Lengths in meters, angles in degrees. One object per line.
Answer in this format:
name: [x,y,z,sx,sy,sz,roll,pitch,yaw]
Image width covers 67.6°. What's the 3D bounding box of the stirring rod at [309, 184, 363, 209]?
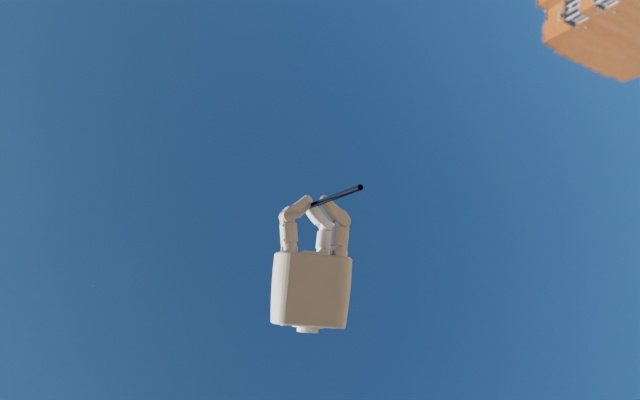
stirring rod: [0.000,0.002,0.716,0.011,0.011,0.239,0,-9,-25]
